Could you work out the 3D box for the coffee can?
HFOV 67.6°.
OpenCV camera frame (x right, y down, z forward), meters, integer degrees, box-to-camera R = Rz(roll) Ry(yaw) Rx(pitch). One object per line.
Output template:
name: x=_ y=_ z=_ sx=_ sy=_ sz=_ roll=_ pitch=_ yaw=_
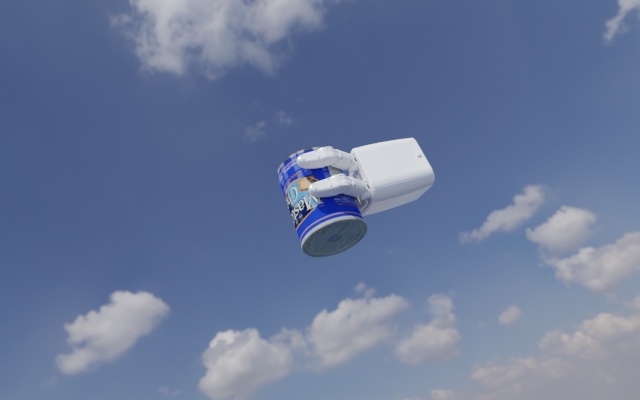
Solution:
coffee can: x=0.000 y=0.003 z=0.744 sx=0.103 sy=0.140 sz=0.103 roll=-16 pitch=-32 yaw=-10
